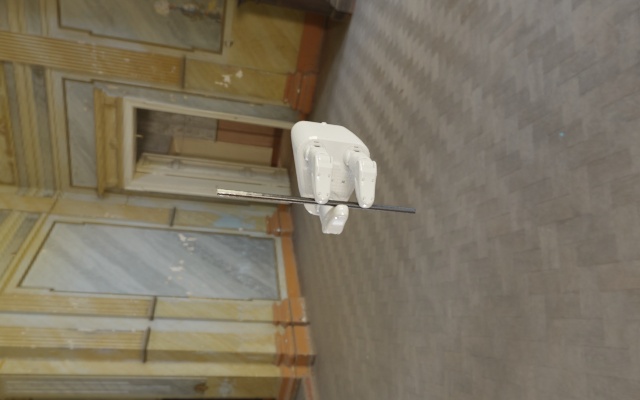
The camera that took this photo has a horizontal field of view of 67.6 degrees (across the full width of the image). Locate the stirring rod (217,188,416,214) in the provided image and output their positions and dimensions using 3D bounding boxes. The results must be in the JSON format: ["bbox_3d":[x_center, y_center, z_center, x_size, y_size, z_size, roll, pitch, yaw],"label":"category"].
[{"bbox_3d":[0.000,0.002,0.566,0.239,0.011,0.011,6,-1,-13],"label":"stirring rod"}]
